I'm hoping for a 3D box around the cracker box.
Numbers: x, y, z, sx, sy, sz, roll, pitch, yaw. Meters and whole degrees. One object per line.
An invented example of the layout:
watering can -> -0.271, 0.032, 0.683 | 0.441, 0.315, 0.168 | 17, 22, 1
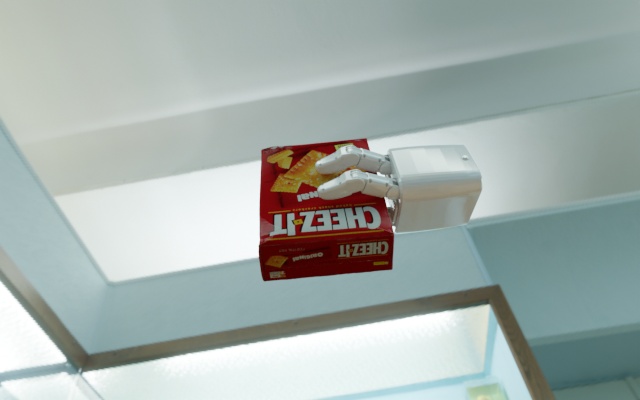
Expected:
cracker box -> 0.000, 0.002, 0.652 | 0.164, 0.072, 0.213 | -5, 39, -1
